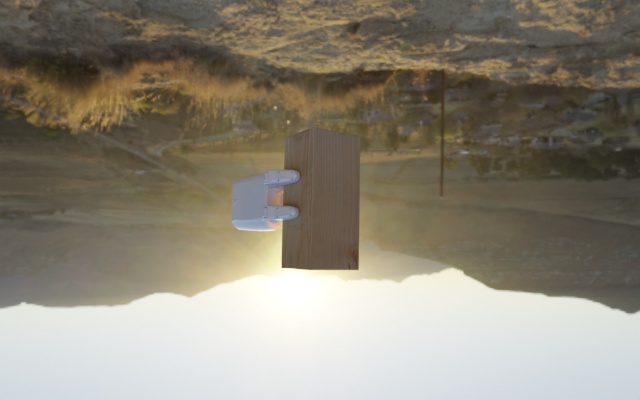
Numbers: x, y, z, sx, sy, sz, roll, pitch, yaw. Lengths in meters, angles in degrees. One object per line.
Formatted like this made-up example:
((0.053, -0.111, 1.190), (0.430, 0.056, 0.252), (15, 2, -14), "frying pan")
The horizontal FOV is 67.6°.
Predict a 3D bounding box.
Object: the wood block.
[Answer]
((0.000, 0.003, 0.738), (0.091, 0.206, 0.090), (5, -8, -33), "wood block")
